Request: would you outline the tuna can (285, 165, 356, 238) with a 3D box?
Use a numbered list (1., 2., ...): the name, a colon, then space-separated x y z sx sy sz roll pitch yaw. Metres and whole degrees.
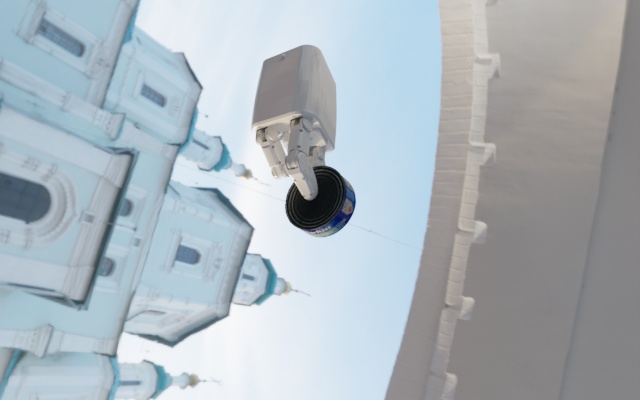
1. tuna can: 0.000 0.002 0.593 0.086 0.086 0.034 0 -23 33
